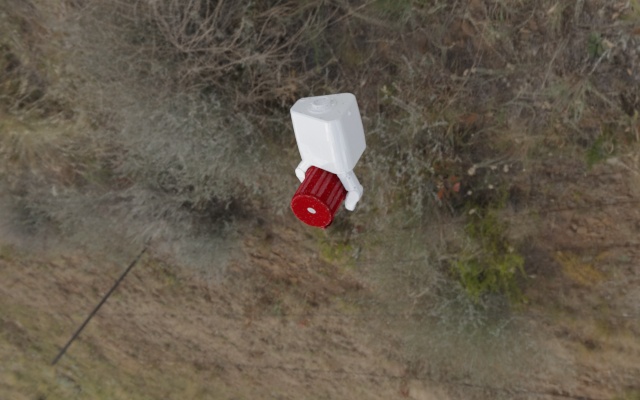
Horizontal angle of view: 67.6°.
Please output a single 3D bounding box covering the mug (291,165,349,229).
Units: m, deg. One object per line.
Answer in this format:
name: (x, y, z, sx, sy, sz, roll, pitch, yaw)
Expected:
mug: (0.000, 0.004, 0.881, 0.093, 0.117, 0.081, 6, 44, 25)
